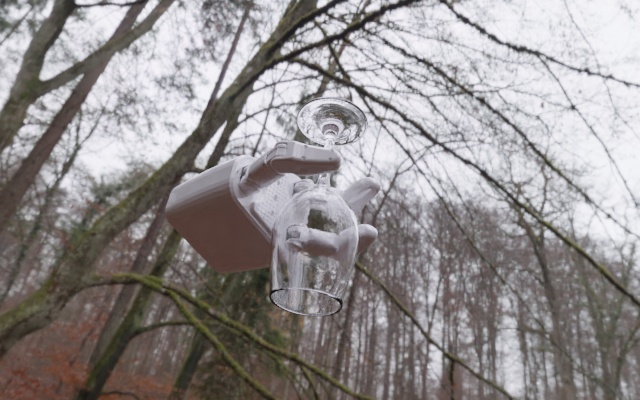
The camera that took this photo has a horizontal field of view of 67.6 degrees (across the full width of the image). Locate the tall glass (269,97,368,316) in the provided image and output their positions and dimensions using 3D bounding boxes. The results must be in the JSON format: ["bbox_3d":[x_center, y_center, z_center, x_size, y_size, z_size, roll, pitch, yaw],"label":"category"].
[{"bbox_3d":[0.000,0.001,0.446,0.079,0.201,0.079,6,-33,4],"label":"tall glass"}]
